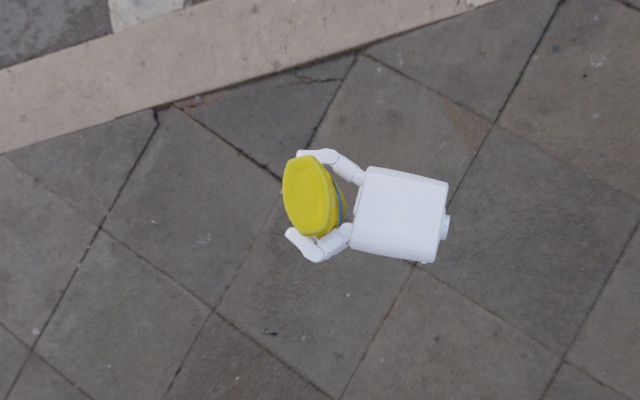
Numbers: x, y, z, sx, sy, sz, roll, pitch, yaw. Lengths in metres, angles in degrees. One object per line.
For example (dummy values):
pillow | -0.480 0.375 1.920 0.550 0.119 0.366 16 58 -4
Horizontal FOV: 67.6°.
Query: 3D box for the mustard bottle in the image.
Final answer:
mustard bottle | 0.000 0.002 0.650 0.058 0.096 0.191 -13 -8 9
